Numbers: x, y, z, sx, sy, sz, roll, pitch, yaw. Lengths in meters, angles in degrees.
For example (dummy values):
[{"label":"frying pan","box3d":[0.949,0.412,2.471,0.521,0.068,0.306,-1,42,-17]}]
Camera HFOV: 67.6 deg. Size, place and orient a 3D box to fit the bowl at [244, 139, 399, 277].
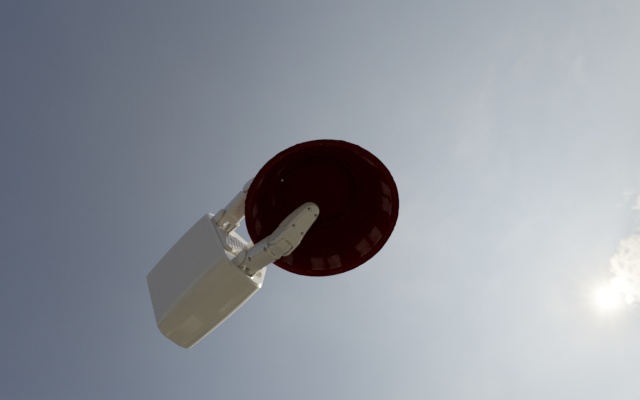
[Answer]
[{"label":"bowl","box3d":[0.001,0.001,0.517,0.162,0.162,0.055,0,27,-6]}]
